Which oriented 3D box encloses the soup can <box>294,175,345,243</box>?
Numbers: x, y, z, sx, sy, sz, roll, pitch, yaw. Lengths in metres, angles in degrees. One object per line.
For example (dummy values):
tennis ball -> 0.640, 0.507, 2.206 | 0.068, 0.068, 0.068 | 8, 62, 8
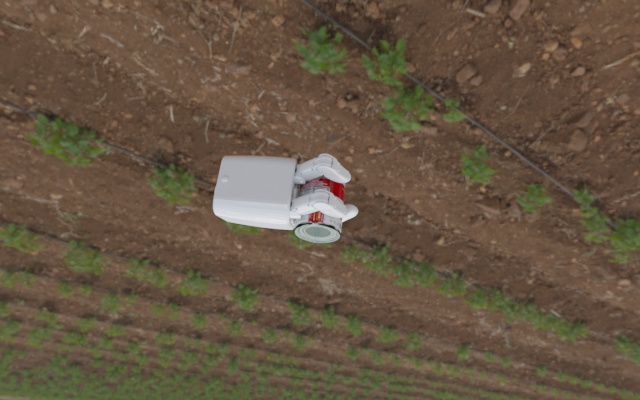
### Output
soup can -> 0.001, 0.003, 0.692 | 0.068, 0.102, 0.068 | 5, -27, 2
